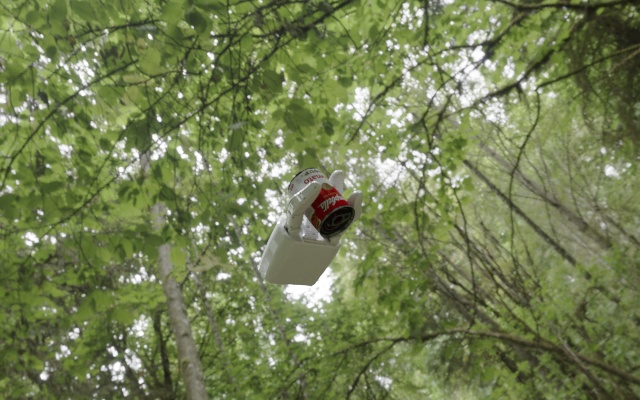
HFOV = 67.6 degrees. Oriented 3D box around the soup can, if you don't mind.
[{"bbox_3d":[0.000,0.002,0.779,0.068,0.068,0.102,0,40,-44],"label":"soup can"}]
